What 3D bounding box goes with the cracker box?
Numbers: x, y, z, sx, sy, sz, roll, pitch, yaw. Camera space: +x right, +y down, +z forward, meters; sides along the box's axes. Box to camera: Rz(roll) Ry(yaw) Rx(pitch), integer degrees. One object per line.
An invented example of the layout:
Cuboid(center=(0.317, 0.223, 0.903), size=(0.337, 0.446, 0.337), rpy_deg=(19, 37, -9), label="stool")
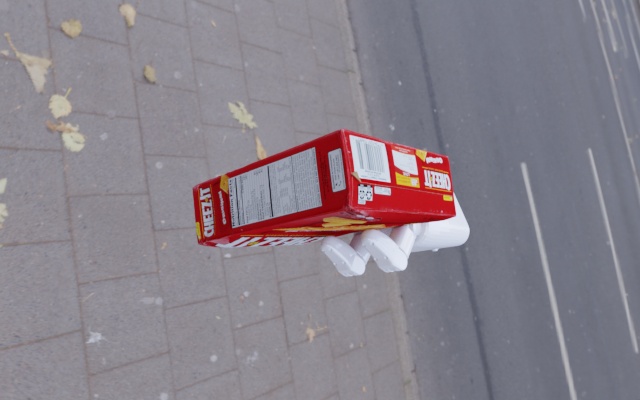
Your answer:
Cuboid(center=(0.000, 0.001, 0.483), size=(0.214, 0.072, 0.164), rpy_deg=(-15, -14, 42), label="cracker box")
